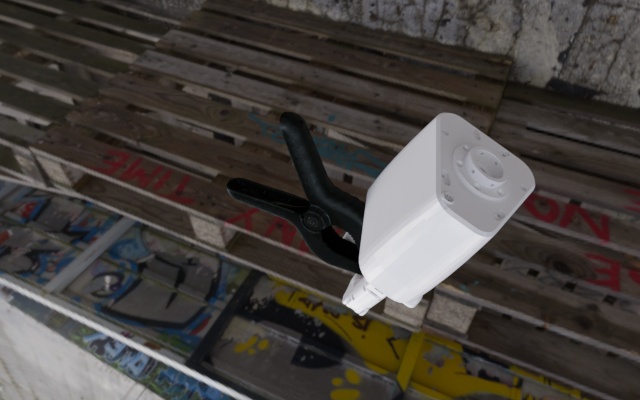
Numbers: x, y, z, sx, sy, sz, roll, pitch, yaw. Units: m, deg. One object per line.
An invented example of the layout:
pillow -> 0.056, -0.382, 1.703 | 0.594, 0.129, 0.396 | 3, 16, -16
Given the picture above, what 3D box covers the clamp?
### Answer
clamp -> 0.000, 0.002, 0.437 | 0.171, 0.039, 0.120 | 35, -42, -1
